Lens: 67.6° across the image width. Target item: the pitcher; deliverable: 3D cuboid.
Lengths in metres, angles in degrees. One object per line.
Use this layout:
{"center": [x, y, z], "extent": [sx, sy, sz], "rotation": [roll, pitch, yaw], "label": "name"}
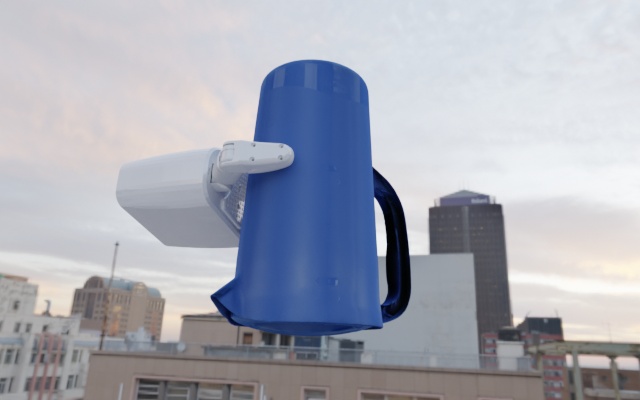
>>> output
{"center": [0.000, 0.001, 0.448], "extent": [0.145, 0.242, 0.149], "rotation": [-4, -19, 20], "label": "pitcher"}
